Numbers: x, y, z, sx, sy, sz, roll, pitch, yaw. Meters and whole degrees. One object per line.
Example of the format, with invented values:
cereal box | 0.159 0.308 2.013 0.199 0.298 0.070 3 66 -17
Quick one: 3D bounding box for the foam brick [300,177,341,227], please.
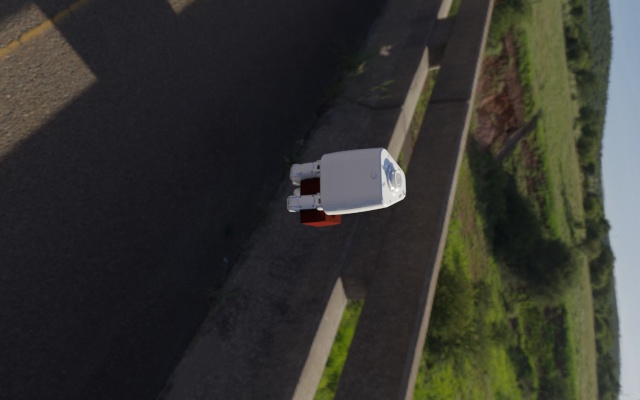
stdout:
foam brick | 0.000 0.003 0.815 0.051 0.078 0.053 -6 -9 32
